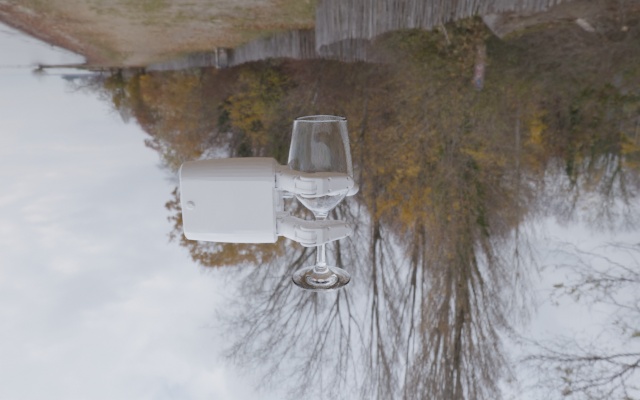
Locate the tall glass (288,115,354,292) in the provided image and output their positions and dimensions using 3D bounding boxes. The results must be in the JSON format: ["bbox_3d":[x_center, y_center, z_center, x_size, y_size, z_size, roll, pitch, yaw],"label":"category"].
[{"bbox_3d":[0.000,0.003,0.572,0.079,0.201,0.079,0,15,0],"label":"tall glass"}]
